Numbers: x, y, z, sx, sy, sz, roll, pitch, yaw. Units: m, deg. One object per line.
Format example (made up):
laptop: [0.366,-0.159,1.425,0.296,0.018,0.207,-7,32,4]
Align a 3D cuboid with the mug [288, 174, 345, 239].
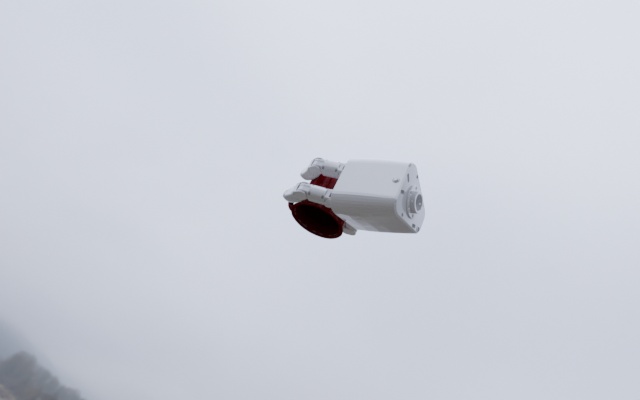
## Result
mug: [-0.001,0.002,0.799,0.117,0.081,0.093,7,-37,33]
